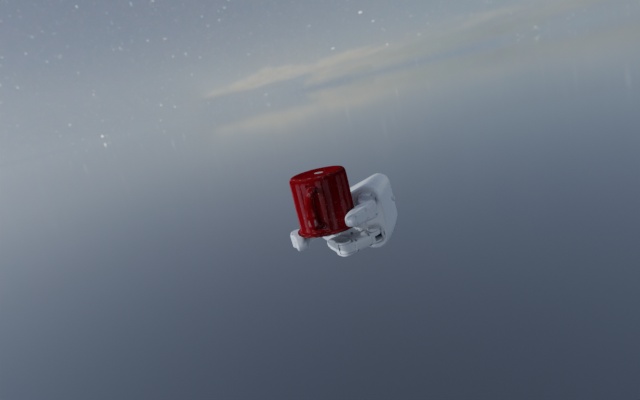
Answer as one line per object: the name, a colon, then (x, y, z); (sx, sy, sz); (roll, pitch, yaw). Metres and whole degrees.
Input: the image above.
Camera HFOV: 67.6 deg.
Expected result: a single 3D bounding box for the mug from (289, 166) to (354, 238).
mug: (0.000, 0.002, 0.663); (0.093, 0.081, 0.117); (-9, 13, 19)
